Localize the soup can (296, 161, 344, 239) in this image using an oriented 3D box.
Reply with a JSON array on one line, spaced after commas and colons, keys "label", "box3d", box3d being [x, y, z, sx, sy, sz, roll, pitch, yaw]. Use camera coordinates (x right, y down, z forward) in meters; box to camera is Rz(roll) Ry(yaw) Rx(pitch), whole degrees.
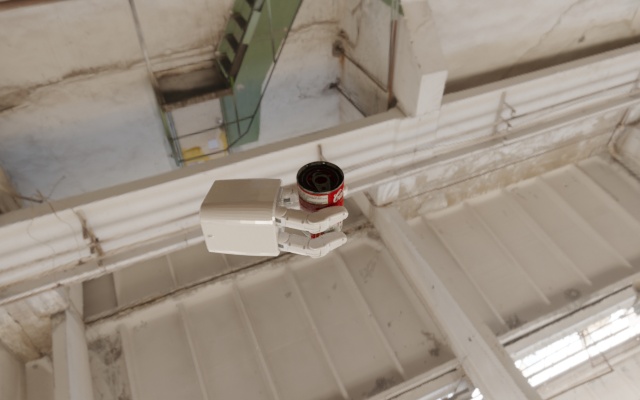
[{"label": "soup can", "box3d": [0.001, 0.002, 0.706, 0.068, 0.102, 0.068, 0, 44, 0]}]
